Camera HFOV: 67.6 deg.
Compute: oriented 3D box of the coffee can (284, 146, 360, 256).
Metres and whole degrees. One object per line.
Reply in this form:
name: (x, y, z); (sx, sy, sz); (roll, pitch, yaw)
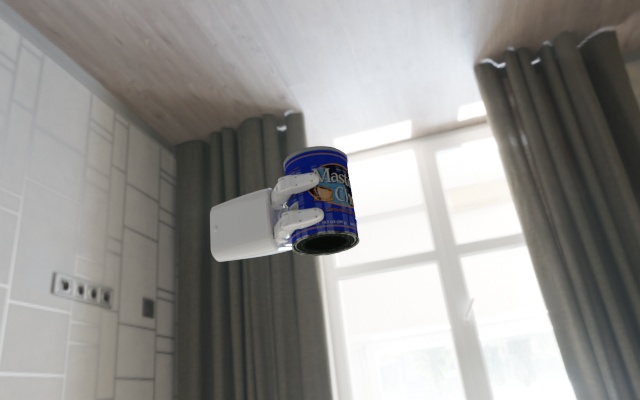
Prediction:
coffee can: (0.000, 0.002, 0.730); (0.103, 0.140, 0.103); (-6, -24, -3)
